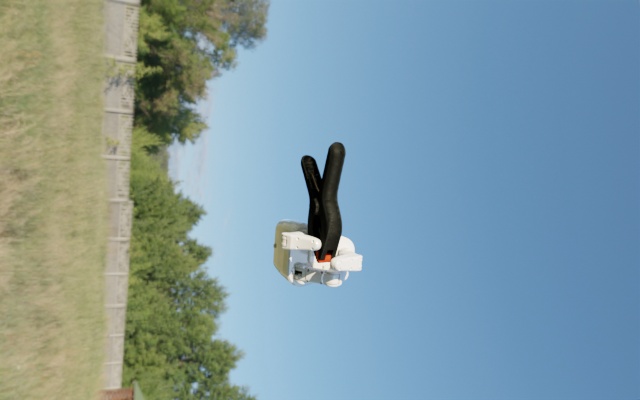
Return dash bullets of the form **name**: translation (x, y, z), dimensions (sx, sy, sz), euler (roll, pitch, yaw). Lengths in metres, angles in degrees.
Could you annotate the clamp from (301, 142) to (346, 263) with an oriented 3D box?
- **clamp**: translation (0.001, 0.002, 0.701), dimensions (0.039, 0.171, 0.120), euler (3, 3, -19)
